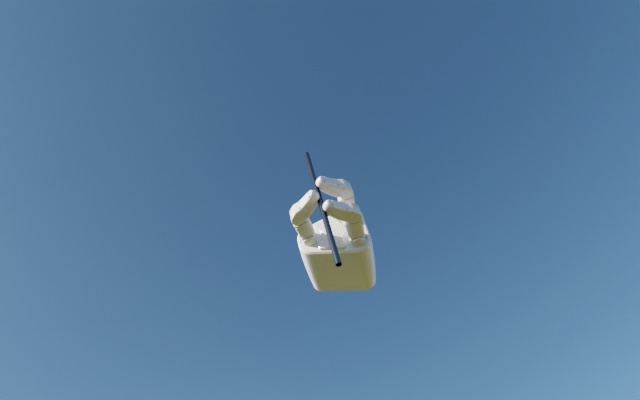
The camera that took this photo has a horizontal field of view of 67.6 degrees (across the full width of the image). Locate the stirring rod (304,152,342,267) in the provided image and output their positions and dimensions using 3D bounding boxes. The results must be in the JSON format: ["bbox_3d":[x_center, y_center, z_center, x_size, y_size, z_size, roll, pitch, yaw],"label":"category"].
[{"bbox_3d":[0.000,0.002,0.680,0.011,0.011,0.239,0,40,-14],"label":"stirring rod"}]
